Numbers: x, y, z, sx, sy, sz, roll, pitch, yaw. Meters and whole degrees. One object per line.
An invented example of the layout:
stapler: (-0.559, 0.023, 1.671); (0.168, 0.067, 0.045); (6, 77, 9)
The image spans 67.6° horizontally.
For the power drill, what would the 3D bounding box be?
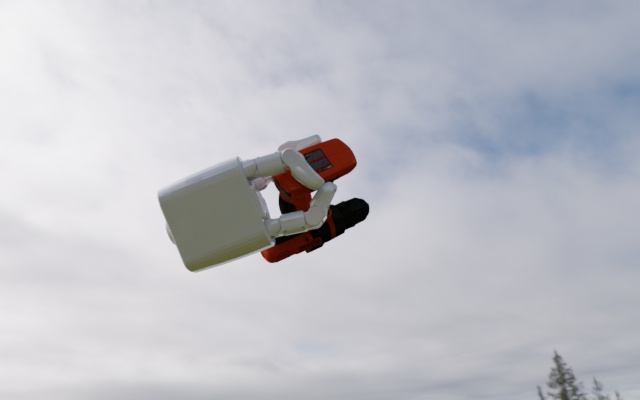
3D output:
power drill: (0.000, 0.002, 0.663); (0.184, 0.057, 0.188); (-24, -32, -21)
